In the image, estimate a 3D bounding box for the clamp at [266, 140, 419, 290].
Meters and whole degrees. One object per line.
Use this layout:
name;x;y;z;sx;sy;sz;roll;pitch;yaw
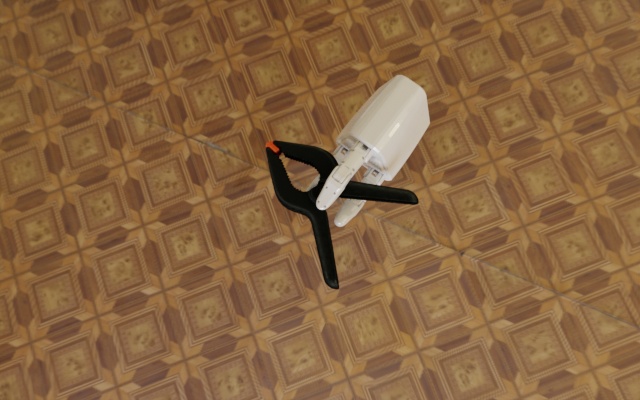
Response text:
clamp;0.000;0.001;0.634;0.210;0.164;0.036;36;-7;9
